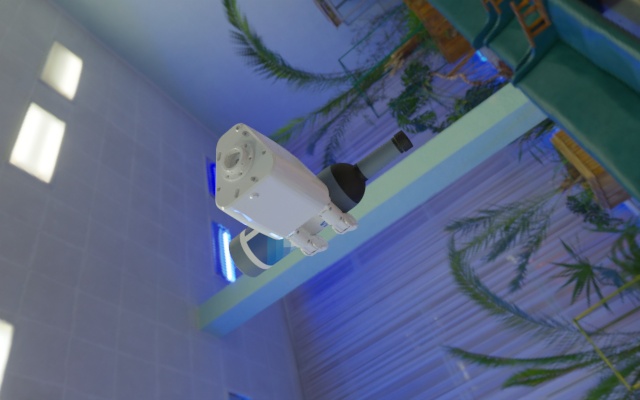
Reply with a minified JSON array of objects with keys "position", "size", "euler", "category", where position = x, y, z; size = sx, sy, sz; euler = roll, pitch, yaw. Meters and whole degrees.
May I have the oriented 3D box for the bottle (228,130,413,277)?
[{"position":[0.000,0.002,0.665],"size":[0.296,0.069,0.069],"euler":[-36,-12,17],"category":"bottle"}]
